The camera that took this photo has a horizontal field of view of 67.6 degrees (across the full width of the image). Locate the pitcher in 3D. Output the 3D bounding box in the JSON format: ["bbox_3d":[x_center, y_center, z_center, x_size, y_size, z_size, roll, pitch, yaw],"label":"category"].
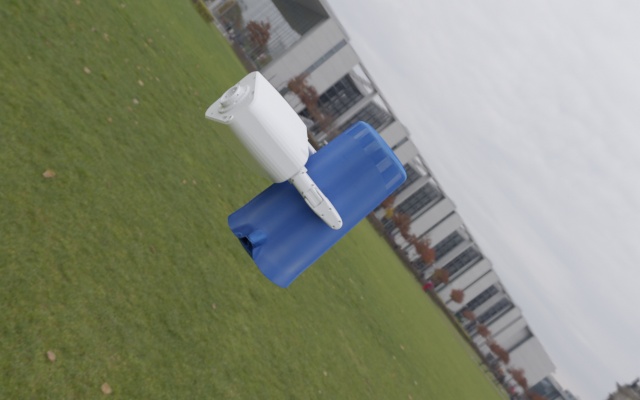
[{"bbox_3d":[0.000,0.002,0.693,0.243,0.145,0.149,-39,32,5],"label":"pitcher"}]
